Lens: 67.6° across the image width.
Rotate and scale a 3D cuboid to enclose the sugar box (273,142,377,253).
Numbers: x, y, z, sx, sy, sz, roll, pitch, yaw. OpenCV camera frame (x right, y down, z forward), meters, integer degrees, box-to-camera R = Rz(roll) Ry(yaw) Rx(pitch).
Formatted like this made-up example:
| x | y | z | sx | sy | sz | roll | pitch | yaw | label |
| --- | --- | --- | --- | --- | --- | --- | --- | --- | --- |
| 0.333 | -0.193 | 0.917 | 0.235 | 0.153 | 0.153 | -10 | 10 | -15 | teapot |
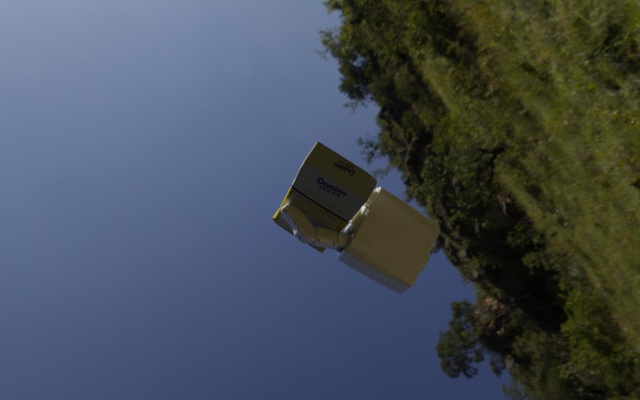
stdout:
| x | y | z | sx | sy | sz | roll | pitch | yaw | label |
| --- | --- | --- | --- | --- | --- | --- | --- | --- | --- |
| 0.000 | 0.002 | 0.656 | 0.093 | 0.048 | 0.176 | 33 | -35 | -2 | sugar box |
